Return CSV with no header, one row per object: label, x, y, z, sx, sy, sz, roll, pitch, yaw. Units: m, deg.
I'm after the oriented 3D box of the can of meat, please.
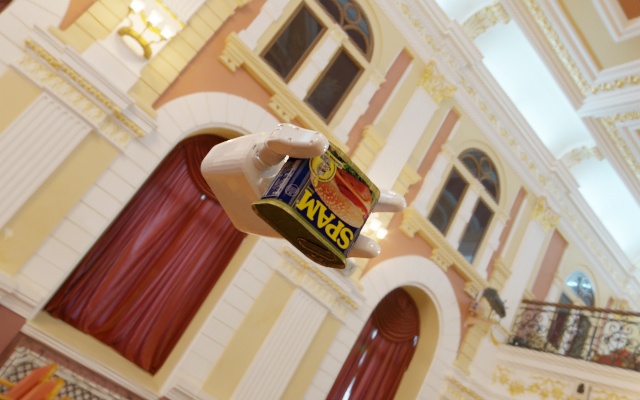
can of meat,0.000,0.001,0.451,0.102,0.084,0.057,44,-26,-26
